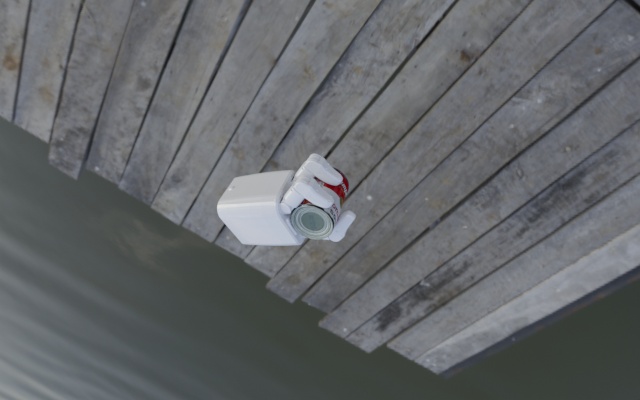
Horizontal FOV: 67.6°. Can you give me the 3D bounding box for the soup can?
[{"bbox_3d":[0.001,0.003,0.733,0.068,0.068,0.102,0,37,19],"label":"soup can"}]
